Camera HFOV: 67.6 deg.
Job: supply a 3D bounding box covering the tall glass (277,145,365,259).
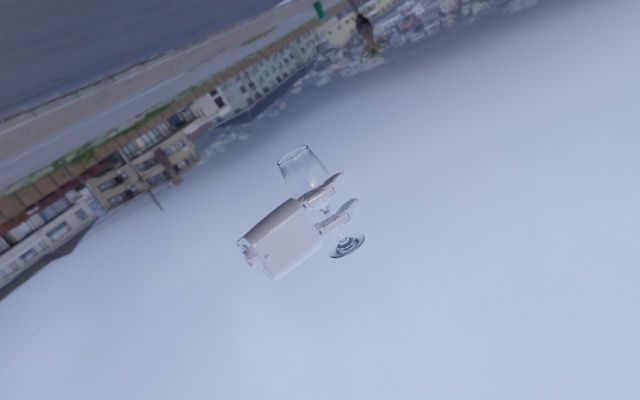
[{"bbox_3d":[0.001,0.003,0.849,0.079,0.201,0.079,-27,18,10],"label":"tall glass"}]
